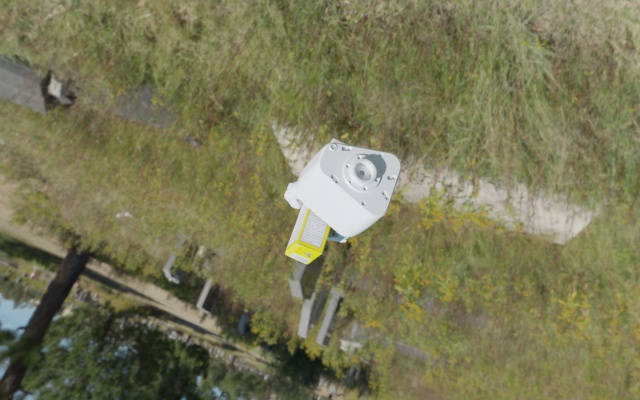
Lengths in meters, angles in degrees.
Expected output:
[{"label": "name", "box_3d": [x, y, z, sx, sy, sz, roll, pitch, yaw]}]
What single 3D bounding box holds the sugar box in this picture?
[{"label": "sugar box", "box_3d": [0.001, 0.003, 0.728, 0.048, 0.176, 0.093, 24, -21, -8]}]
